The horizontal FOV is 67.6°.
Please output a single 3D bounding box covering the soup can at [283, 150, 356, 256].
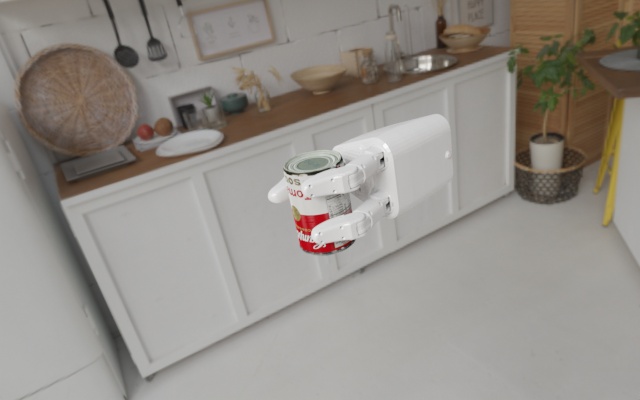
[{"bbox_3d":[0.000,0.002,0.539,0.068,0.102,0.068,-9,25,4],"label":"soup can"}]
